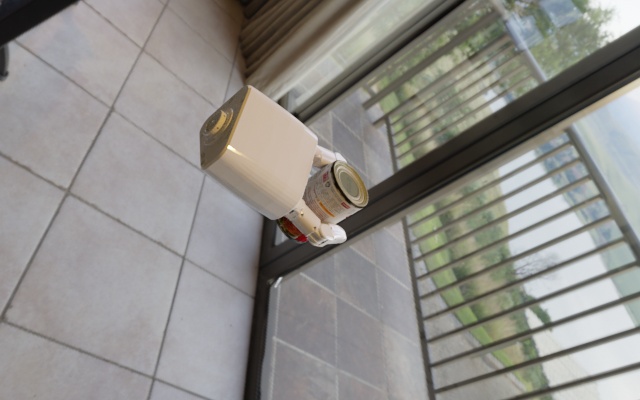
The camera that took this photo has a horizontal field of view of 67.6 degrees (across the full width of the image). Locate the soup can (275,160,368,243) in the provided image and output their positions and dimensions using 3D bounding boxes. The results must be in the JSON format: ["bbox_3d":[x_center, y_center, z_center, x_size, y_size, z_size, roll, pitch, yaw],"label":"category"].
[{"bbox_3d":[0.001,0.002,0.599,0.102,0.068,0.068,-32,-18,30],"label":"soup can"}]
